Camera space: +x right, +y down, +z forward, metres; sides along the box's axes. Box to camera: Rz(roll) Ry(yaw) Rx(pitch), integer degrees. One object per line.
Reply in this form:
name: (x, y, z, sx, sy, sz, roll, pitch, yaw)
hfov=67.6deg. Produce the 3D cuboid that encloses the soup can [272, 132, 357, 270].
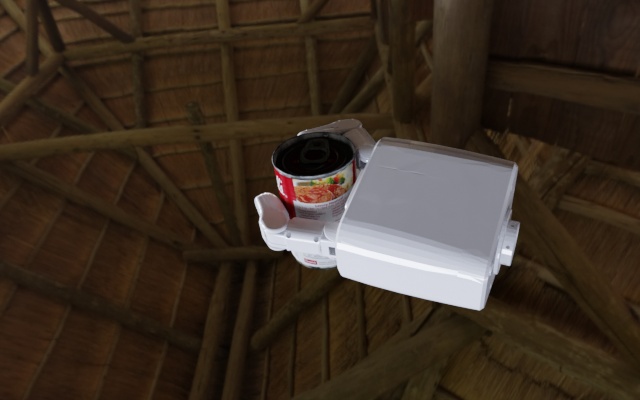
soup can: (0.000, 0.002, 0.414, 0.068, 0.102, 0.068, -5, 38, 4)
